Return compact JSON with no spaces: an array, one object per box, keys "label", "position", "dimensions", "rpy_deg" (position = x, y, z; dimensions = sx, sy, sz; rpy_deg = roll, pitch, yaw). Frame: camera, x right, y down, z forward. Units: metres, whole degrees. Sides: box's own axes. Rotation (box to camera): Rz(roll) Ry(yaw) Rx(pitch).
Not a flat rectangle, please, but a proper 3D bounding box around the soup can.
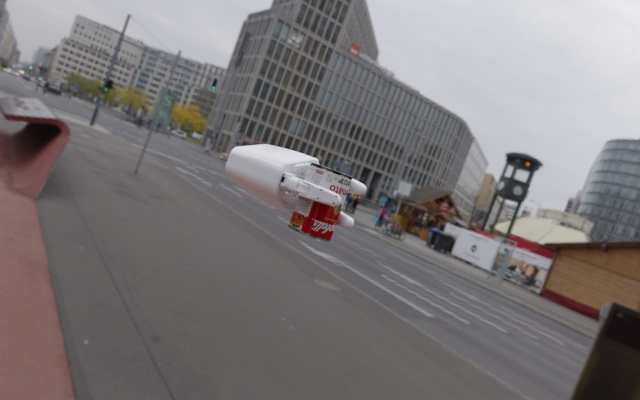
[{"label":"soup can","position":[0.001,0.002,0.712],"dimensions":[0.068,0.102,0.068],"rpy_deg":[20,2,-1]}]
